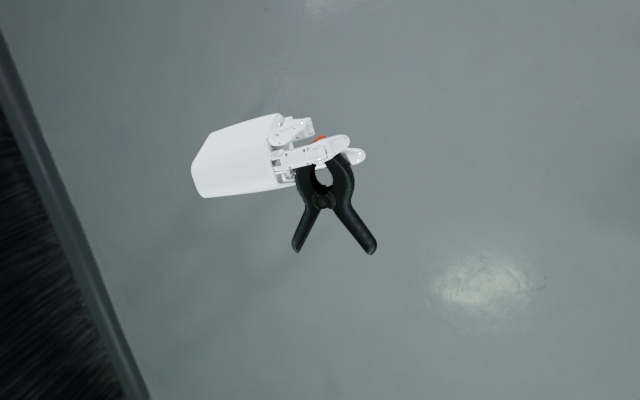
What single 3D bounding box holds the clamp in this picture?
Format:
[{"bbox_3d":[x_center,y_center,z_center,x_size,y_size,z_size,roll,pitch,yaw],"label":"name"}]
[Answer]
[{"bbox_3d":[0.000,0.002,0.635,0.120,0.171,0.039,-11,18,16],"label":"clamp"}]
